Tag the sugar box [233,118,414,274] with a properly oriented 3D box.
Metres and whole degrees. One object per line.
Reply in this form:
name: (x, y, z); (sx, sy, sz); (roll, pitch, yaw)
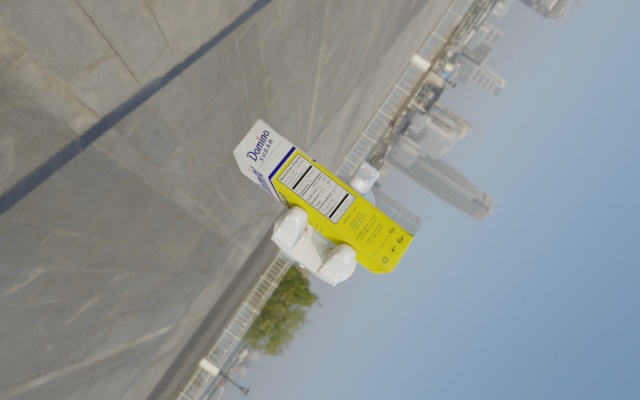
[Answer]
sugar box: (0.000, 0.002, 0.458); (0.176, 0.048, 0.093); (35, -10, 3)
